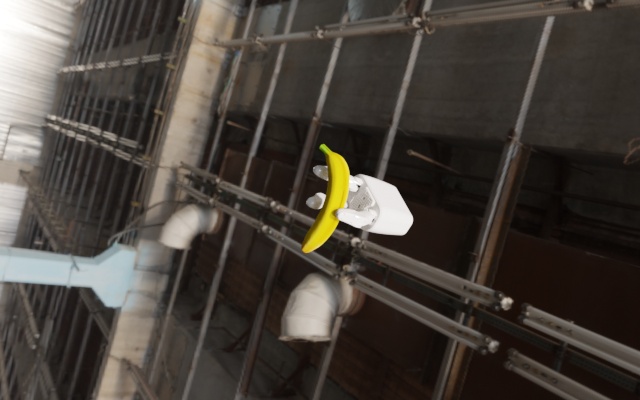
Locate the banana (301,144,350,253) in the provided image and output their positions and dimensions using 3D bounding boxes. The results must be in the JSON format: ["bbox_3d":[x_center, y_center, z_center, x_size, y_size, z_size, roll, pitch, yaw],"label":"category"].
[{"bbox_3d":[0.014,0.002,0.846,0.069,0.198,0.037,13,1,44],"label":"banana"}]
